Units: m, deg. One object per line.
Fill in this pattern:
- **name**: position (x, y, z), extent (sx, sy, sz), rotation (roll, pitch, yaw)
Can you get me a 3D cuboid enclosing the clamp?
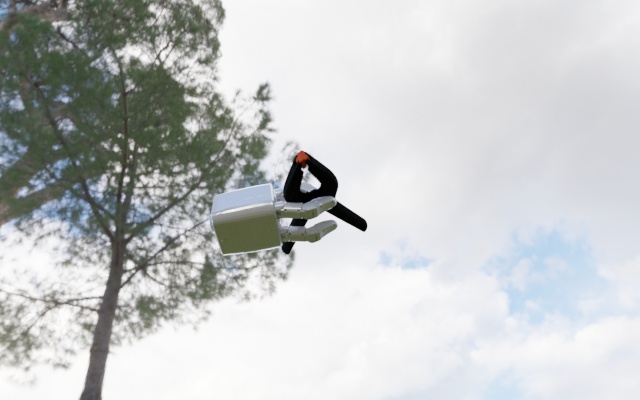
- **clamp**: position (0.000, 0.002, 0.828), extent (0.164, 0.210, 0.036), rotation (-12, 41, -6)
